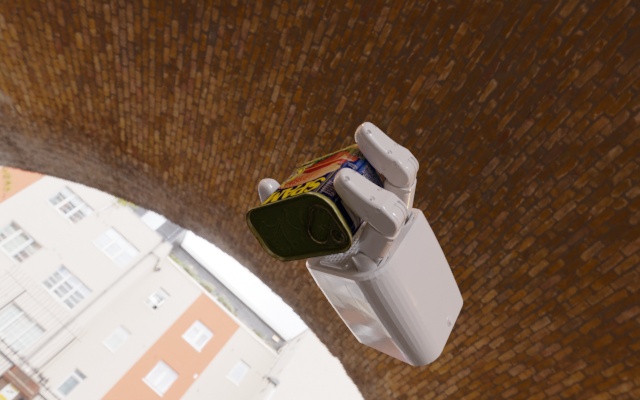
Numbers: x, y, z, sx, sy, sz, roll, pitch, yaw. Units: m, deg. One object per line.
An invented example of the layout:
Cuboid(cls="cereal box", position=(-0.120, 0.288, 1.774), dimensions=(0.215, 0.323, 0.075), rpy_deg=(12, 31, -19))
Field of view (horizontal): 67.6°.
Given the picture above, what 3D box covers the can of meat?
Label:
Cuboid(cls="can of meat", position=(0.000, 0.001, 0.412), dimensions=(0.102, 0.057, 0.084), rpy_deg=(-15, 24, 44))
